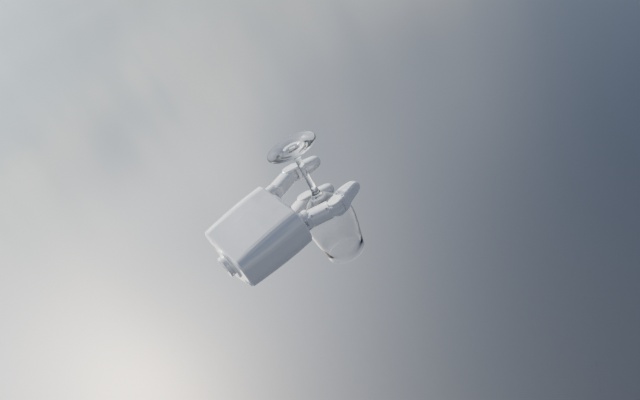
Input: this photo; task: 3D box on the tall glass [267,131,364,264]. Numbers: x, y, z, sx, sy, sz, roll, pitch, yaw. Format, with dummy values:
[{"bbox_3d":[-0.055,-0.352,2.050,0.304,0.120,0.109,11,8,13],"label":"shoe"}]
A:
[{"bbox_3d":[0.000,0.002,0.703,0.079,0.201,0.079,-21,31,13],"label":"tall glass"}]
